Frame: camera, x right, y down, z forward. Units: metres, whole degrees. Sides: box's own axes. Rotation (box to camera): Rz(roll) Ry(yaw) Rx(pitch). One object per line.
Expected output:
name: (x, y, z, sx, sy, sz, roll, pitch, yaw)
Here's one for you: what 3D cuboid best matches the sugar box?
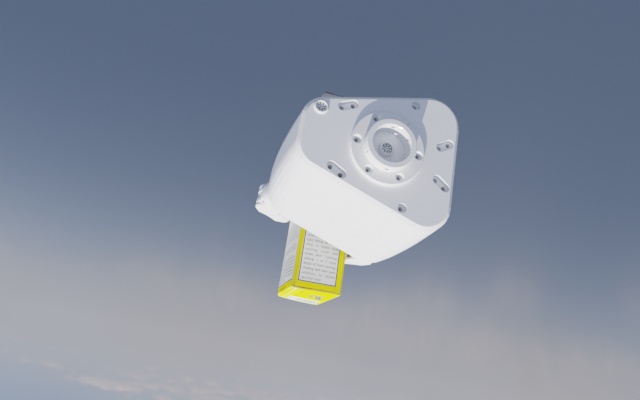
sugar box: (0.001, 0.002, 0.439, 0.048, 0.176, 0.093, 14, -19, -9)
